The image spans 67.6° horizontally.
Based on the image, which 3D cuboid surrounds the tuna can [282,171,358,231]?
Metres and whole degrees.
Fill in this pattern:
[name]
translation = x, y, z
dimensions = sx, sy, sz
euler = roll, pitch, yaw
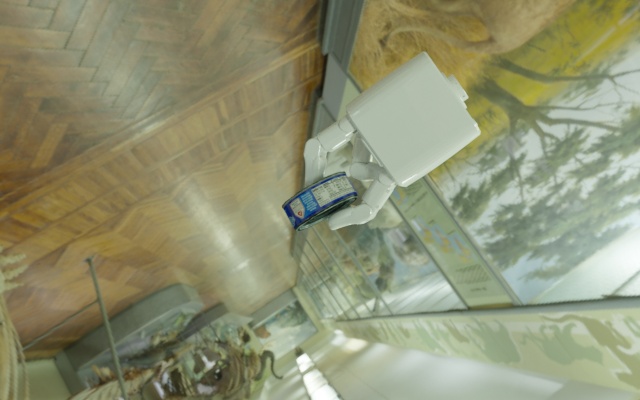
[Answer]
[tuna can]
translation = 0.000, 0.002, 0.559
dimensions = 0.086, 0.033, 0.086
euler = -28, -8, -4
